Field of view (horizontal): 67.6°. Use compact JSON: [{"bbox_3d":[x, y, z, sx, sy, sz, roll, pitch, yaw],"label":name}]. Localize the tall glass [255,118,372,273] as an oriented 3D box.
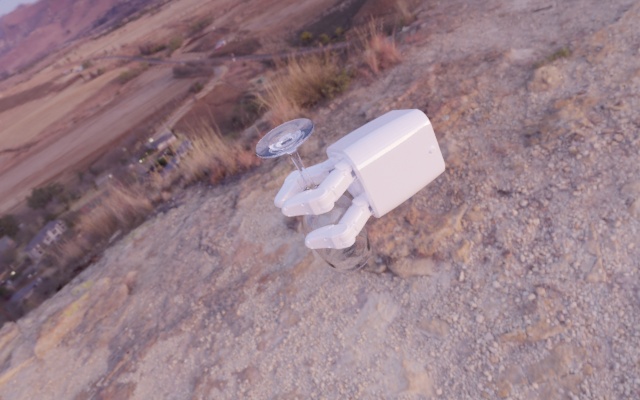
[{"bbox_3d":[0.000,0.001,0.594,0.079,0.201,0.079,-20,33,14],"label":"tall glass"}]
